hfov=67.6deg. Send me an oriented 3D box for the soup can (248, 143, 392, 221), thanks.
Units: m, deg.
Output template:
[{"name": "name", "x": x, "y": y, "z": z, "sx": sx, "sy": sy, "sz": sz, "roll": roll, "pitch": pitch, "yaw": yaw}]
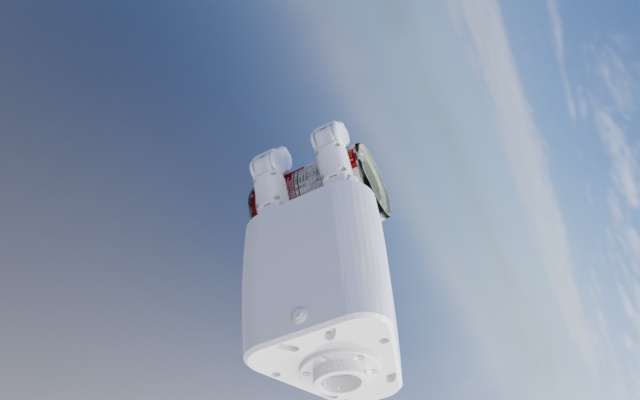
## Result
[{"name": "soup can", "x": 0.000, "y": 0.001, "z": 0.401, "sx": 0.102, "sy": 0.068, "sz": 0.068, "roll": -23, "pitch": -7, "yaw": 17}]
